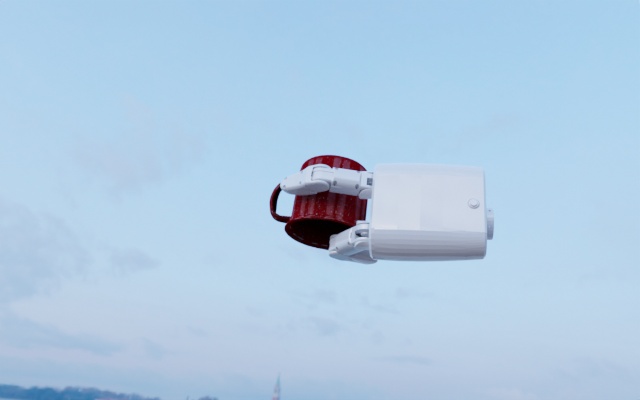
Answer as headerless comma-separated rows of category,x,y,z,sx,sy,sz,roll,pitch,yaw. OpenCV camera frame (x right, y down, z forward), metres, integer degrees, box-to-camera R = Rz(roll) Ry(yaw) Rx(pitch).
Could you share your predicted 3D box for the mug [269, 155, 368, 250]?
mug,-0.001,0.002,0.540,0.117,0.081,0.093,2,-26,13
